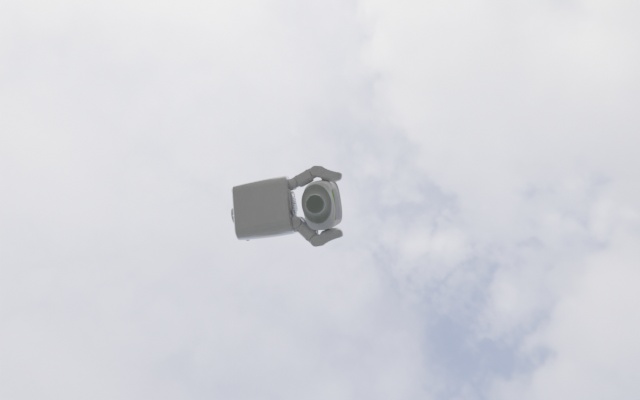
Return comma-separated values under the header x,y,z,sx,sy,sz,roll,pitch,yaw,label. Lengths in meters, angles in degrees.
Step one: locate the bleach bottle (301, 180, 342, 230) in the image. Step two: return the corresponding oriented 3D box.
x,y,z,sx,sy,sz,roll,pitch,yaw,label
0.000,0.003,0.866,0.068,0.102,0.251,-11,-3,4,bleach bottle
